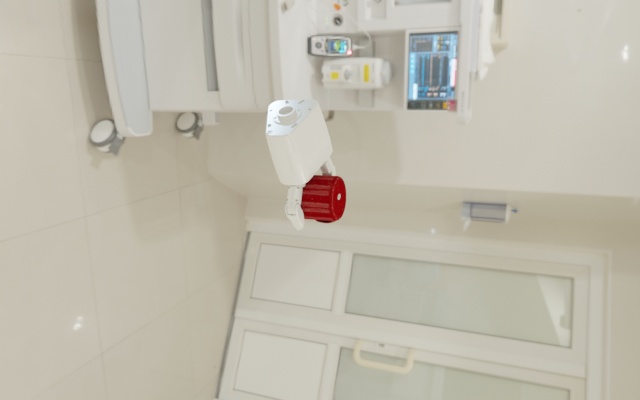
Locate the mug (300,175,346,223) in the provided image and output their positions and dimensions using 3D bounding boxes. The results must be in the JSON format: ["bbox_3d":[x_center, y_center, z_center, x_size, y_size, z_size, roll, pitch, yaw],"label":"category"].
[{"bbox_3d":[0.001,0.004,0.879,0.081,0.093,0.117,3,-42,21],"label":"mug"}]
